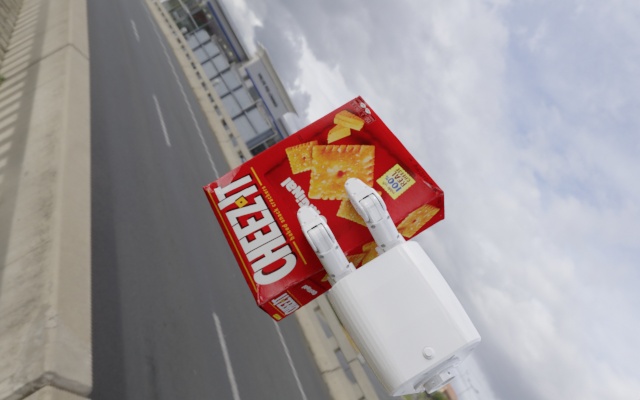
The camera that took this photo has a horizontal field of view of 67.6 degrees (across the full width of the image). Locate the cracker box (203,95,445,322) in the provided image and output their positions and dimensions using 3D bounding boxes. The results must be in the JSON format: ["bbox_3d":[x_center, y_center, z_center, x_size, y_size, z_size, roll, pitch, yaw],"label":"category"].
[{"bbox_3d":[0.000,0.002,0.522,0.213,0.164,0.072,-31,-31,-3],"label":"cracker box"}]
